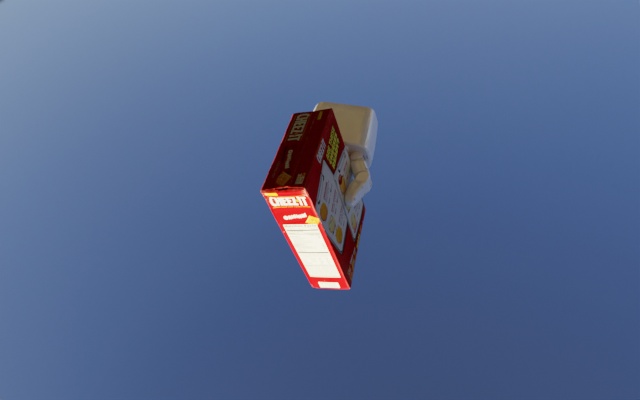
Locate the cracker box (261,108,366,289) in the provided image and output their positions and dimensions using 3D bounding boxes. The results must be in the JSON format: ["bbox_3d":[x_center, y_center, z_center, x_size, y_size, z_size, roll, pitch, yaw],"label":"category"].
[{"bbox_3d":[0.000,0.002,0.698,0.072,0.164,0.214,-4,-45,21],"label":"cracker box"}]
